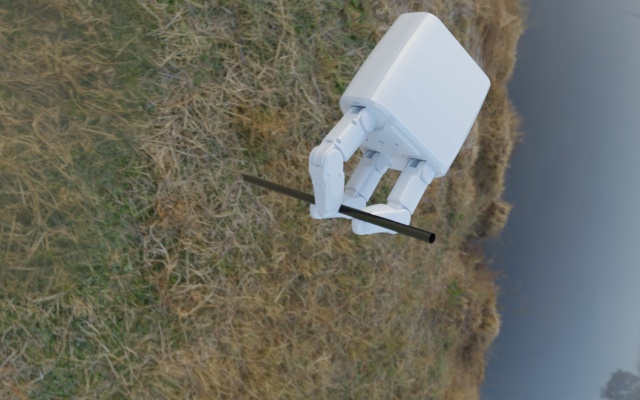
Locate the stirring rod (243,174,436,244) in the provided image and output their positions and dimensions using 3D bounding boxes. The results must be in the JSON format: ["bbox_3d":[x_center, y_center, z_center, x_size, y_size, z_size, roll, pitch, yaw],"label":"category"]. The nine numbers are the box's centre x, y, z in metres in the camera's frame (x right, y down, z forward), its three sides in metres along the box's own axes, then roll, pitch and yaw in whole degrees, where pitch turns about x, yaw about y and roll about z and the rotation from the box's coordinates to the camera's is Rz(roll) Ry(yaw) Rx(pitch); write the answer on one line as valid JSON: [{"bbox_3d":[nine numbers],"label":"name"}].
[{"bbox_3d":[0.000,0.001,0.426,0.011,0.011,0.239,0,12,-43],"label":"stirring rod"}]
